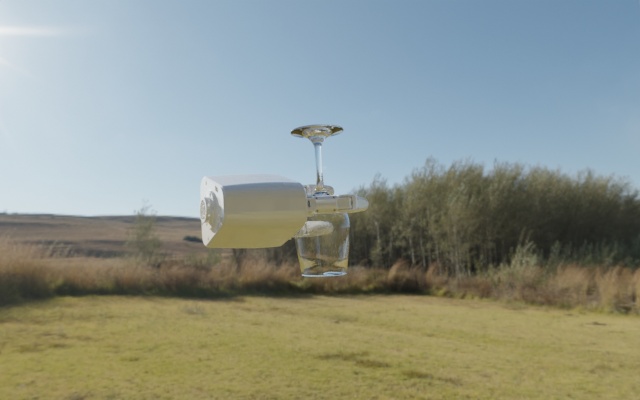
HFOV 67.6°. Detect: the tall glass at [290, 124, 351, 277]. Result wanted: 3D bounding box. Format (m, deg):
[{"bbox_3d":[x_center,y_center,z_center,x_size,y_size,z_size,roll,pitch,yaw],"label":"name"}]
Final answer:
[{"bbox_3d":[0.000,0.001,0.656,0.079,0.201,0.079,-3,-5,0],"label":"tall glass"}]
